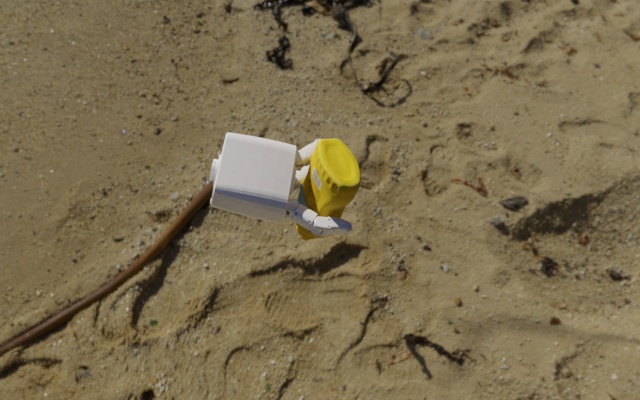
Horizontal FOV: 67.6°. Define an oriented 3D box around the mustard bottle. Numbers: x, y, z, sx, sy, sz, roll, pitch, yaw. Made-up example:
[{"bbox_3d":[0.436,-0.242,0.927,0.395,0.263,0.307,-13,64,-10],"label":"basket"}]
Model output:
[{"bbox_3d":[0.001,0.002,0.736,0.058,0.096,0.192,-8,-35,-26],"label":"mustard bottle"}]
